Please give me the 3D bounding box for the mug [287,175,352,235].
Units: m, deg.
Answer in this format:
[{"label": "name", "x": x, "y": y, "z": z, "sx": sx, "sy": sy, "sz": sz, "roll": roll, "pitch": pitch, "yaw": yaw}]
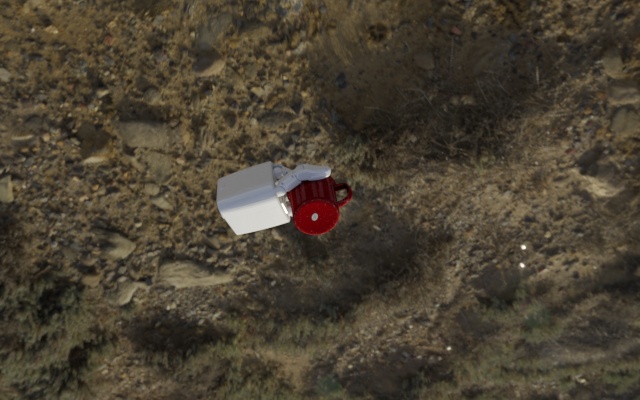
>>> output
[{"label": "mug", "x": 0.002, "y": 0.003, "z": 0.841, "sx": 0.117, "sy": 0.093, "sz": 0.081, "roll": -17, "pitch": 37, "yaw": 4}]
